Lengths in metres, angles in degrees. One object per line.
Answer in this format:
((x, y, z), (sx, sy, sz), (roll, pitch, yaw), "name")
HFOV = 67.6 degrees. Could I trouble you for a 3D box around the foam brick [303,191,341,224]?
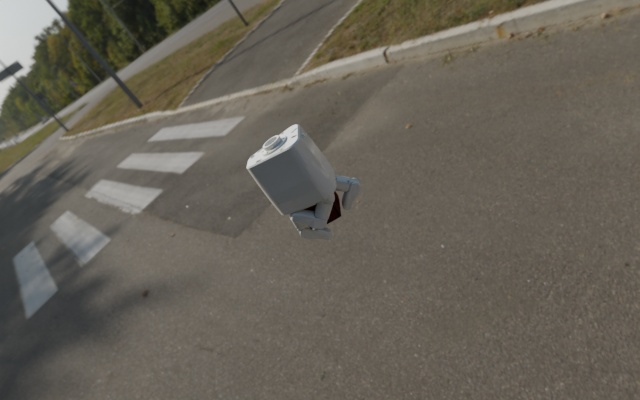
((0.000, 0.003, 0.843), (0.053, 0.051, 0.078), (-30, 26, 12), "foam brick")
